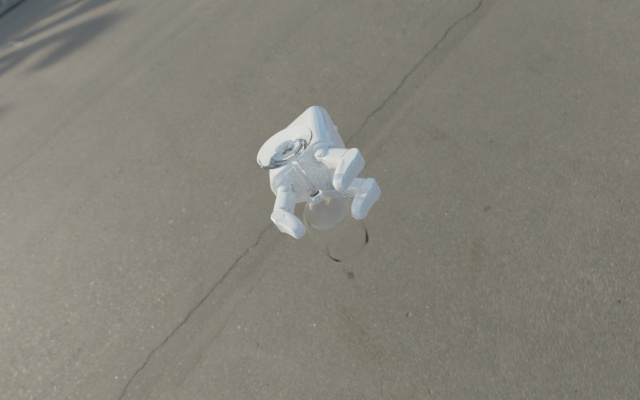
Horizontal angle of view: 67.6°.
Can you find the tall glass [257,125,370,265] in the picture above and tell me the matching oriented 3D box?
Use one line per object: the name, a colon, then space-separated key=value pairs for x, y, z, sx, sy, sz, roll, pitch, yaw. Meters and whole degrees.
tall glass: x=0.000 y=0.002 z=0.622 sx=0.079 sy=0.079 sz=0.201 roll=0 pitch=-42 yaw=35
